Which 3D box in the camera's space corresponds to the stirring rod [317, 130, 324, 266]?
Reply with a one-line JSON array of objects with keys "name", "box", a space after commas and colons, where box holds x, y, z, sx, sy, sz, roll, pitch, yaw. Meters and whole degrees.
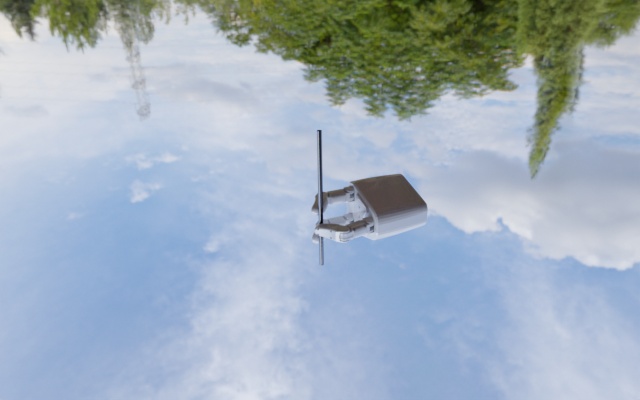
[{"name": "stirring rod", "box": [0.000, 0.002, 0.772, 0.011, 0.240, 0.011, -1, 27, 0]}]
